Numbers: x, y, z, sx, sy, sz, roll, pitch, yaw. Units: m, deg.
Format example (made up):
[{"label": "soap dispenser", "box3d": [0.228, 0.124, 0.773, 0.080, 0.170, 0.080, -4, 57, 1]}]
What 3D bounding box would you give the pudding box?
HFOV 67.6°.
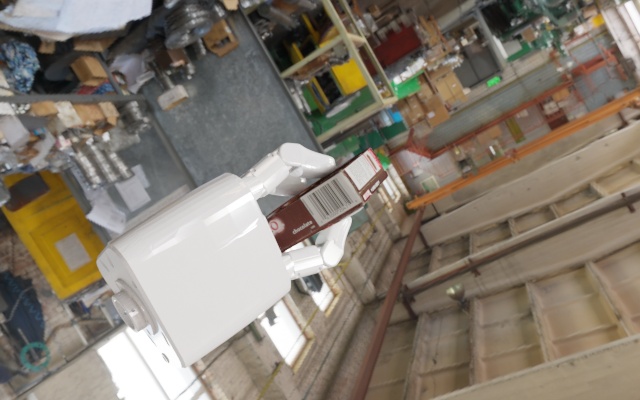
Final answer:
[{"label": "pudding box", "box3d": [0.000, 0.002, 0.446, 0.113, 0.039, 0.090, -30, 6, 27]}]
